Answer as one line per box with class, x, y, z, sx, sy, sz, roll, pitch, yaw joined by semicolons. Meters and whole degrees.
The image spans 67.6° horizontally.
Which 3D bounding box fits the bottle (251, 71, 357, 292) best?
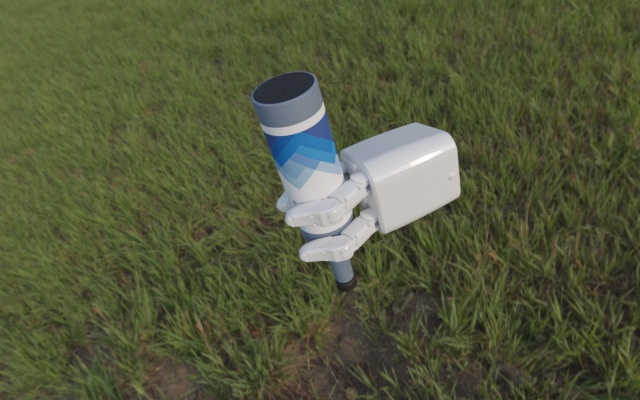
bottle;0.000;0.002;0.550;0.069;0.296;0.069;-11;38;9
